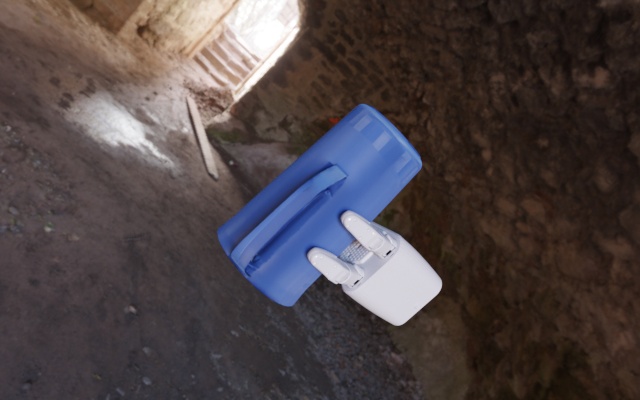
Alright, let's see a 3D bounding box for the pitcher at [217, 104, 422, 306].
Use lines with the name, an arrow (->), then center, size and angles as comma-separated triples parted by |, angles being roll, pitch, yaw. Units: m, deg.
pitcher -> 0.000, 0.002, 0.573 | 0.145, 0.243, 0.149 | 42, 7, -32
